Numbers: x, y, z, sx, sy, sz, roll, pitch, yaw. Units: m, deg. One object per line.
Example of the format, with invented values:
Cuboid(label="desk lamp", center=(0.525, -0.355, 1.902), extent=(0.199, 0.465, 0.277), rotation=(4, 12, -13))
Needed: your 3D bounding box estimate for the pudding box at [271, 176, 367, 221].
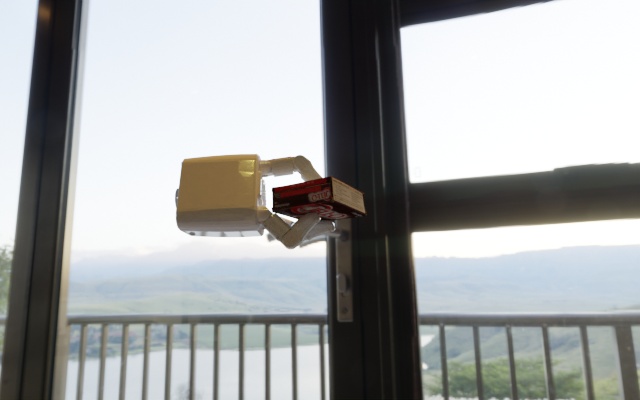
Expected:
Cuboid(label="pudding box", center=(0.000, 0.002, 0.647), extent=(0.090, 0.039, 0.113), rotation=(-9, -12, 26))
